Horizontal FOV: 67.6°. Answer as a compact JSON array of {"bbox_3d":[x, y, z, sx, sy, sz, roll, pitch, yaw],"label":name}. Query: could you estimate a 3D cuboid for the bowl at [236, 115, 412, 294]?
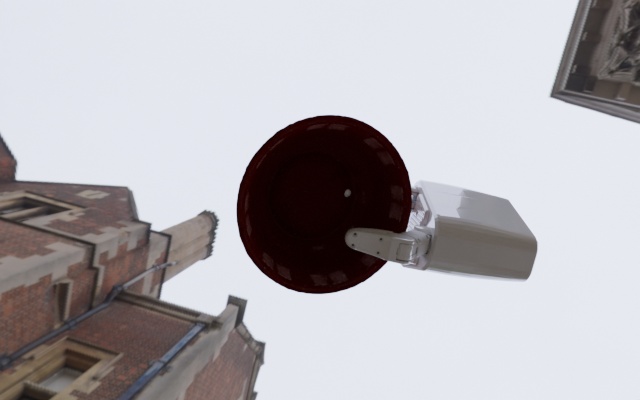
[{"bbox_3d":[-0.001,0.001,0.441,0.162,0.162,0.055,0,13,-17],"label":"bowl"}]
